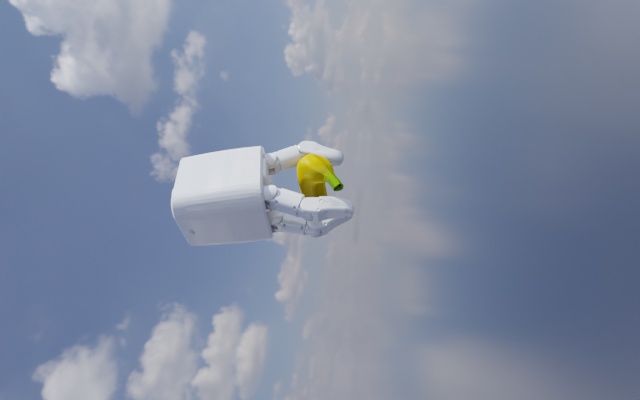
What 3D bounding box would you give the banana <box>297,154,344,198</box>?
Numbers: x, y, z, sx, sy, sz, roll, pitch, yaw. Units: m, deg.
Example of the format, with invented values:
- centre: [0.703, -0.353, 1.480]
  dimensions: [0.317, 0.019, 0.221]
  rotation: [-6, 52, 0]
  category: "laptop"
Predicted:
- centre: [-0.006, -0.016, 0.614]
  dimensions: [0.037, 0.069, 0.198]
  rotation: [-19, -12, -7]
  category: "banana"
